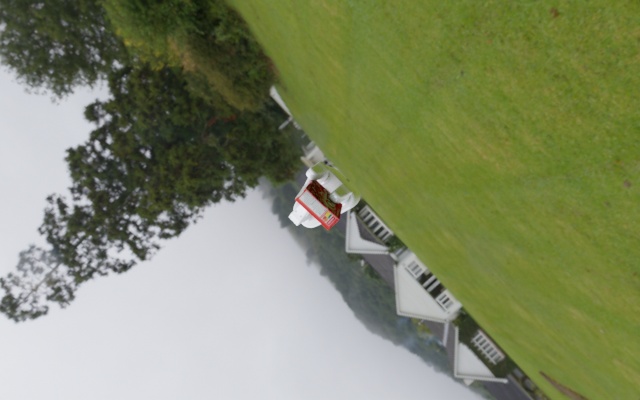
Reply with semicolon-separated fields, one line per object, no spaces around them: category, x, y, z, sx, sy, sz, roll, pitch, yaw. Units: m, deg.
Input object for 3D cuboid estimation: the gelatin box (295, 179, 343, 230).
gelatin box;0.000;0.003;0.785;0.073;0.030;0.089;43;16;-5
